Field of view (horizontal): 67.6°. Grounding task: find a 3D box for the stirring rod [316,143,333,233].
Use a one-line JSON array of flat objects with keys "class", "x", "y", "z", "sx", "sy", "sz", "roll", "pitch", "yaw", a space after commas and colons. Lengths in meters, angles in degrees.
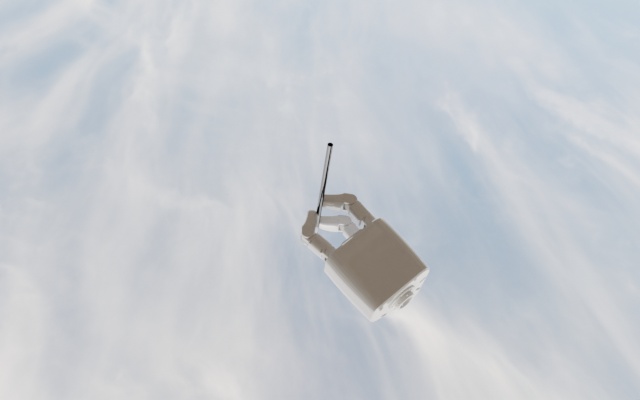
[{"class": "stirring rod", "x": 0.000, "y": 0.002, "z": 0.729, "sx": 0.011, "sy": 0.011, "sz": 0.240, "roll": 0, "pitch": -40, "yaw": -8}]
